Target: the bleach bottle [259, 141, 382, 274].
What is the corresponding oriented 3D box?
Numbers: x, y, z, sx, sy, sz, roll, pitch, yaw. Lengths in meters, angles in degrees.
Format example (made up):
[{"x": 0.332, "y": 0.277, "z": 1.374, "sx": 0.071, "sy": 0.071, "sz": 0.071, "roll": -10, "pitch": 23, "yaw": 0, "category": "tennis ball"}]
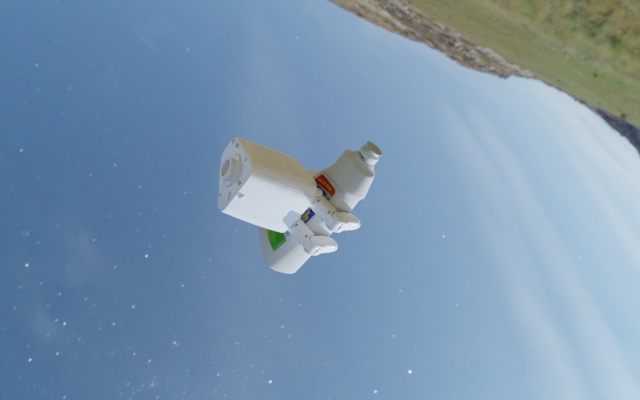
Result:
[{"x": 0.000, "y": 0.003, "z": 0.735, "sx": 0.068, "sy": 0.102, "sz": 0.251, "roll": 20, "pitch": -54, "yaw": -34, "category": "bleach bottle"}]
